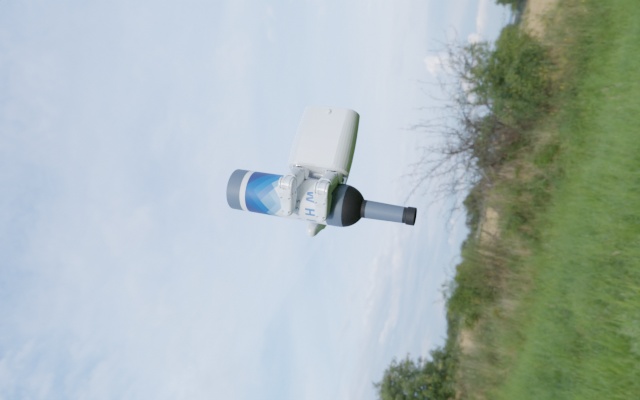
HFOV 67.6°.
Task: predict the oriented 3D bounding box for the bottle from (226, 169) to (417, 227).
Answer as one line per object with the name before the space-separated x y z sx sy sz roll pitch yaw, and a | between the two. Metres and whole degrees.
bottle | 0.000 0.002 0.741 0.295 0.069 0.069 9 3 17
